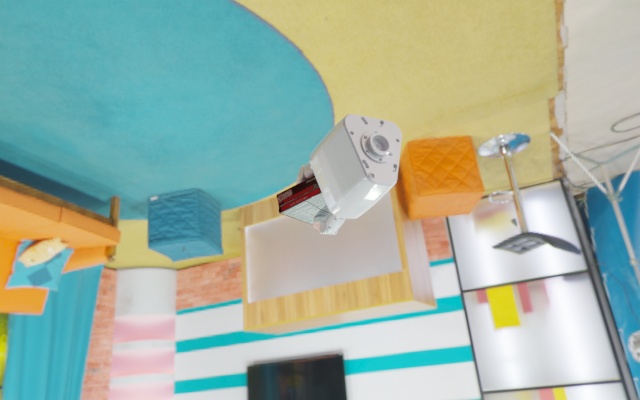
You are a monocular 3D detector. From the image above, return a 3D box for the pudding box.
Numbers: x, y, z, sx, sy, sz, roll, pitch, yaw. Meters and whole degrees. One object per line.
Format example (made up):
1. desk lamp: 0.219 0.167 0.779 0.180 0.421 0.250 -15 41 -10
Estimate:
1. pudding box: 0.000 0.003 0.759 0.090 0.039 0.113 -24 -31 31
